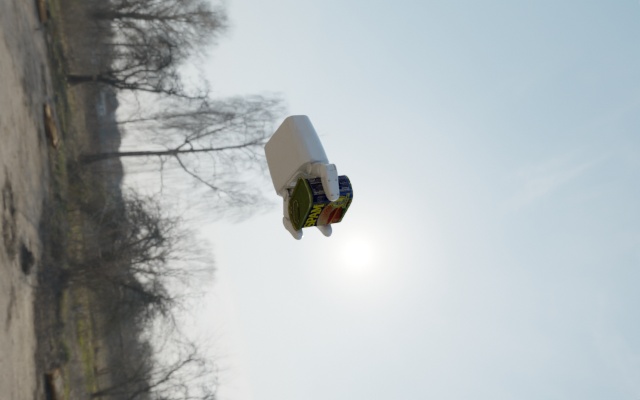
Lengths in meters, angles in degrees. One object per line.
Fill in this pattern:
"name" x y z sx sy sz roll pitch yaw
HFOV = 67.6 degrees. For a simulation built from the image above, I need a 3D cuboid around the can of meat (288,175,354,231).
"can of meat" 0.000 0.003 0.806 0.084 0.057 0.102 -7 -33 -25
